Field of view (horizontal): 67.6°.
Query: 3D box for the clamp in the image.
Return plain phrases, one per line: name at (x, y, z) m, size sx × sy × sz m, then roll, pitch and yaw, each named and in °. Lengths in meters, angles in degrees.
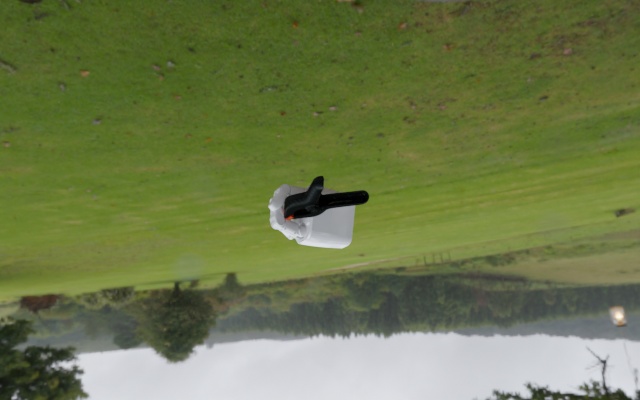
clamp at (0.000, 0.003, 0.857) m, size 0.120 × 0.039 × 0.171 m, roll 19°, pitch -25°, yaw -29°
